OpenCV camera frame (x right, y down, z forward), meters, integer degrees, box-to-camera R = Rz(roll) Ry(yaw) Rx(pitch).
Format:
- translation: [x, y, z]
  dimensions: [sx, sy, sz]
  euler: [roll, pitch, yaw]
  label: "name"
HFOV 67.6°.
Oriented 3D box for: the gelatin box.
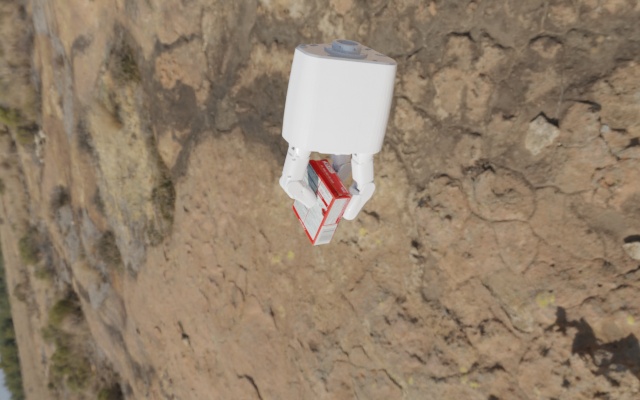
- translation: [0.000, 0.002, 0.625]
  dimensions: [0.030, 0.089, 0.073]
  euler: [-4, 45, -32]
  label: "gelatin box"
